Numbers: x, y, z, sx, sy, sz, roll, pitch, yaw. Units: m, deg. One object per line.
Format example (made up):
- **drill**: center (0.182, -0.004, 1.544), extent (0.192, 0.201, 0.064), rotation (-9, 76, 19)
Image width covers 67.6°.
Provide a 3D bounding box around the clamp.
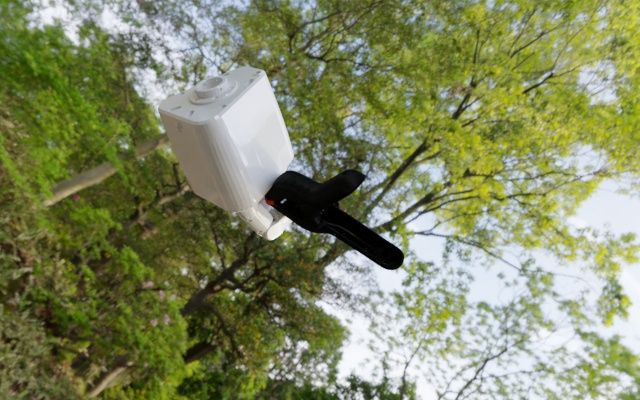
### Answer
- **clamp**: center (0.000, 0.001, 0.474), extent (0.171, 0.120, 0.039), rotation (20, 52, 37)
